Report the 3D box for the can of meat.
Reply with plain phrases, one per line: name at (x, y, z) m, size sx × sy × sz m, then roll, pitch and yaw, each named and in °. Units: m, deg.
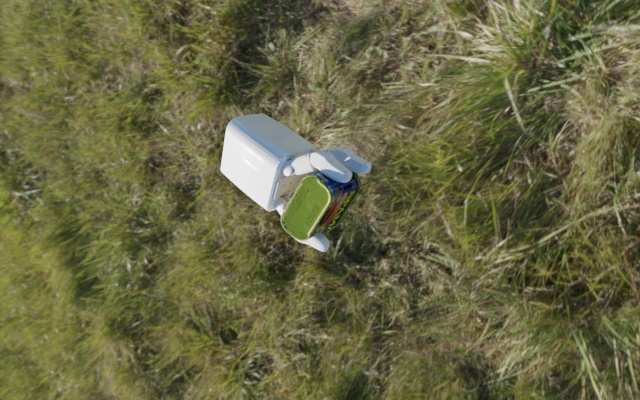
can of meat at (0.000, 0.002, 0.669) m, size 0.057 × 0.102 × 0.084 m, roll 40°, pitch 30°, yaw 16°
